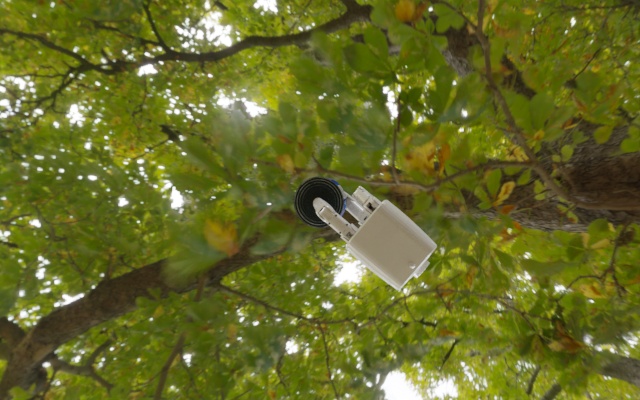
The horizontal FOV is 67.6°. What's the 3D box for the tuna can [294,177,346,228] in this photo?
[{"bbox_3d":[0.000,0.003,0.807,0.086,0.086,0.034,0,2,13],"label":"tuna can"}]
